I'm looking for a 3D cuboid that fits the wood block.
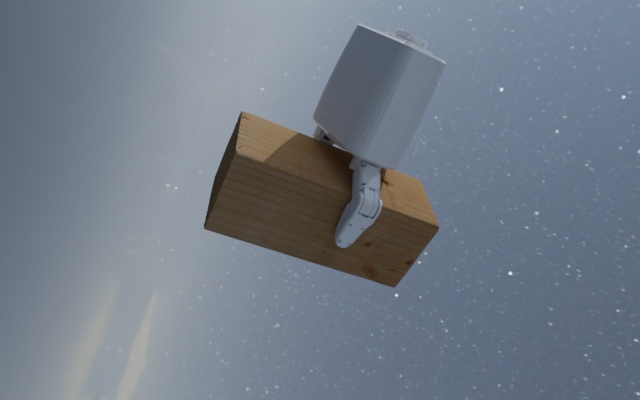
[{"bbox_3d":[0.000,0.001,0.481,0.206,0.090,0.090,19,32,-17],"label":"wood block"}]
